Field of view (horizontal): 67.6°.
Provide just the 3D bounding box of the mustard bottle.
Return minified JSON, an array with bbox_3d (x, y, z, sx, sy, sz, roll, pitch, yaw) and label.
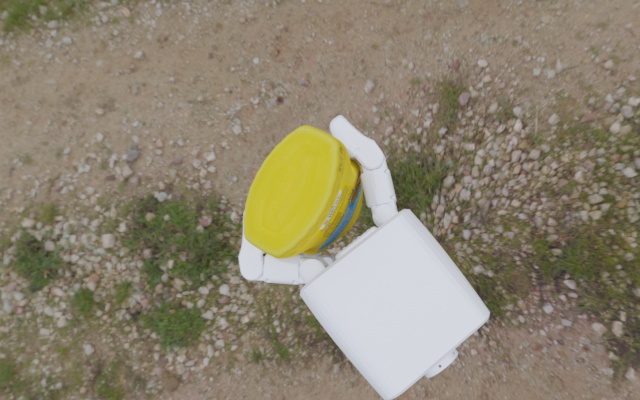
[{"bbox_3d":[0.000,0.001,0.421,0.058,0.096,0.191,26,1,14],"label":"mustard bottle"}]
